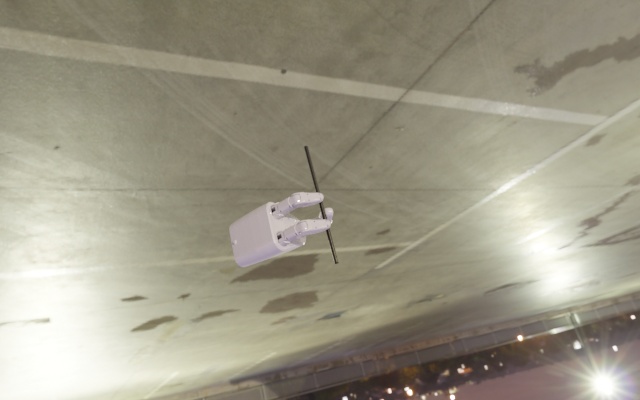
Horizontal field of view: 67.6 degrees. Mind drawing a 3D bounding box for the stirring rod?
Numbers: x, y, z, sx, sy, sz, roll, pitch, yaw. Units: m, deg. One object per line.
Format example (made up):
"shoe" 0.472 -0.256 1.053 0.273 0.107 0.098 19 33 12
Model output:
"stirring rod" 0.000 0.003 0.889 0.011 0.239 0.011 -13 -22 -5
